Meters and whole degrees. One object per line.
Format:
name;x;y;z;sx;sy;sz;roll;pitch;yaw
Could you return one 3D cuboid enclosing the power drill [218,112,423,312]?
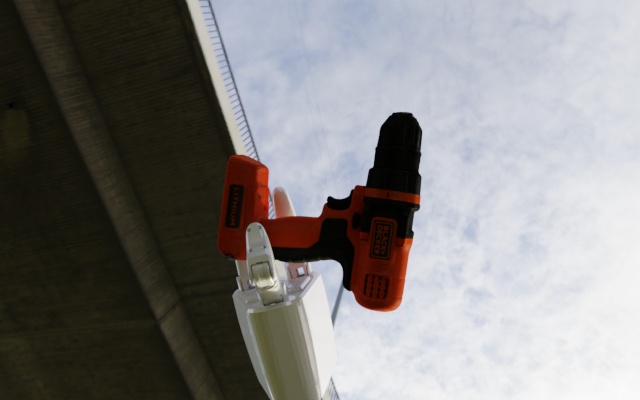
power drill;0.000;0.002;0.459;0.187;0.184;0.057;8;-2;18
